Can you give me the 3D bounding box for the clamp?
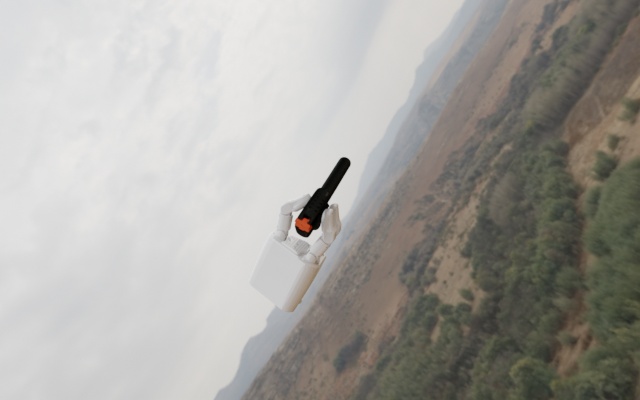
[{"bbox_3d":[-0.001,0.003,0.859,0.036,0.164,0.210,27,14,6],"label":"clamp"}]
